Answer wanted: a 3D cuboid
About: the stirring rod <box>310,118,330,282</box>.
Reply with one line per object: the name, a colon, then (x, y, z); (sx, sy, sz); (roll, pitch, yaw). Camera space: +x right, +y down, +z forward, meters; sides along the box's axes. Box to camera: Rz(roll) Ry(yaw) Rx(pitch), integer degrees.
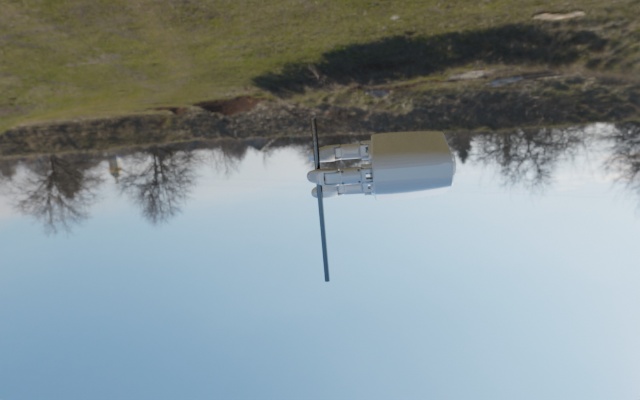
stirring rod: (0.000, 0.002, 0.691); (0.011, 0.239, 0.011); (-5, 10, 1)
